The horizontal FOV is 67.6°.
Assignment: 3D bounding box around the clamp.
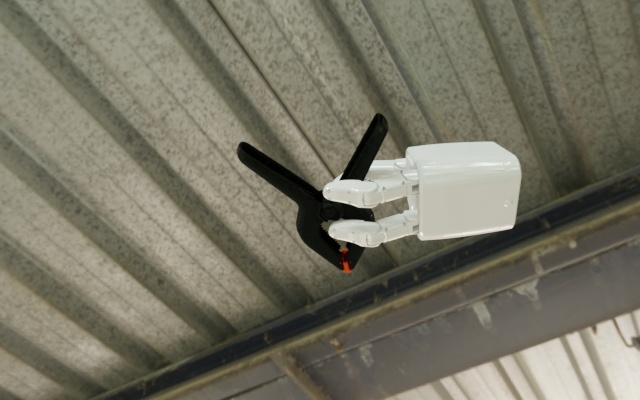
[{"bbox_3d":[0.000,0.002,0.559,0.164,0.210,0.036,-4,36,6],"label":"clamp"}]
